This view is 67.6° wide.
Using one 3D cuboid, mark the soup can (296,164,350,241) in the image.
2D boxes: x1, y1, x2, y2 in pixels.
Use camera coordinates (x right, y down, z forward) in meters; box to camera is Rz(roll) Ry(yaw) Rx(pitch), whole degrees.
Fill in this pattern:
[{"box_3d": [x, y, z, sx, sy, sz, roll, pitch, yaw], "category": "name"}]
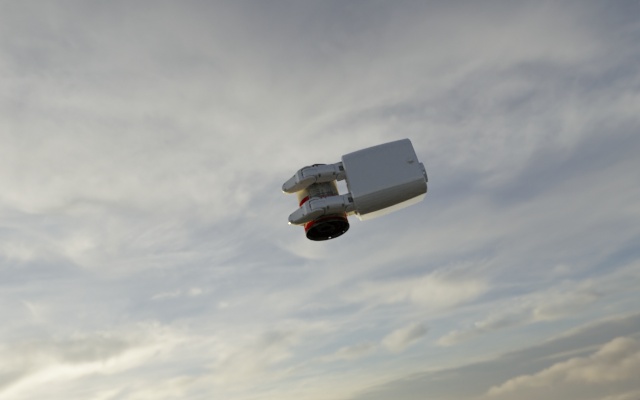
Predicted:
[{"box_3d": [0.000, 0.002, 0.736, 0.068, 0.102, 0.068, -11, -27, -6], "category": "soup can"}]
